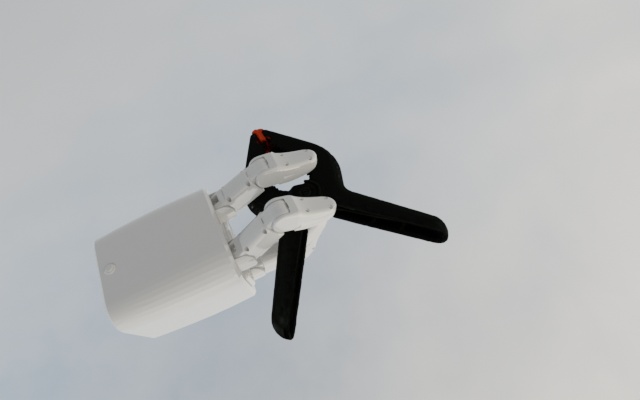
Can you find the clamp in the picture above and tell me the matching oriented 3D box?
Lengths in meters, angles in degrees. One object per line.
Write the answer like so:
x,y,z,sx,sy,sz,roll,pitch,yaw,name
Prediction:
0.000,0.002,0.435,0.164,0.210,0.036,-23,-35,-10,clamp
